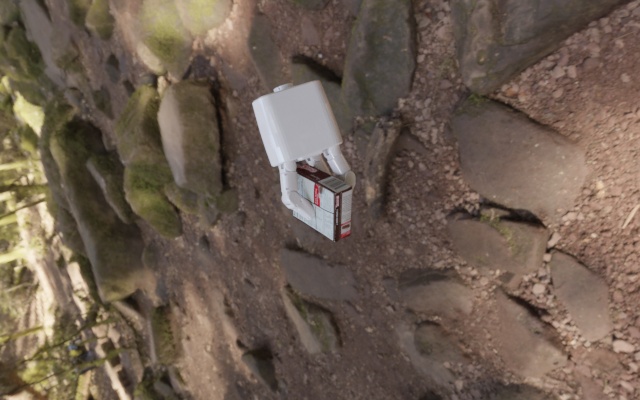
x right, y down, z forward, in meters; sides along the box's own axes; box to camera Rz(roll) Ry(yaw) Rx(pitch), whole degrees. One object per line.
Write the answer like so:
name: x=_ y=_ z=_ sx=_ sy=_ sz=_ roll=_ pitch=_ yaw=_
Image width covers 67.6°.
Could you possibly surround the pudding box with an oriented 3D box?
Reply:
pudding box: x=0.000 y=0.003 z=0.765 sx=0.039 sy=0.090 sz=0.113 roll=-21 pitch=34 yaw=-33
